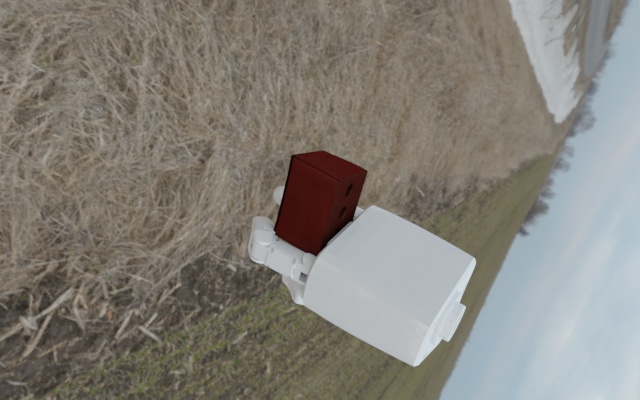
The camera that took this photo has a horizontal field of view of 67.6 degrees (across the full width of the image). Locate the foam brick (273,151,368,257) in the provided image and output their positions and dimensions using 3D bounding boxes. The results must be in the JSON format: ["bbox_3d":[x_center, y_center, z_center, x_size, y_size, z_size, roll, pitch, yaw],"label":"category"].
[{"bbox_3d":[0.000,0.001,0.425,0.051,0.078,0.053,27,25,26],"label":"foam brick"}]
